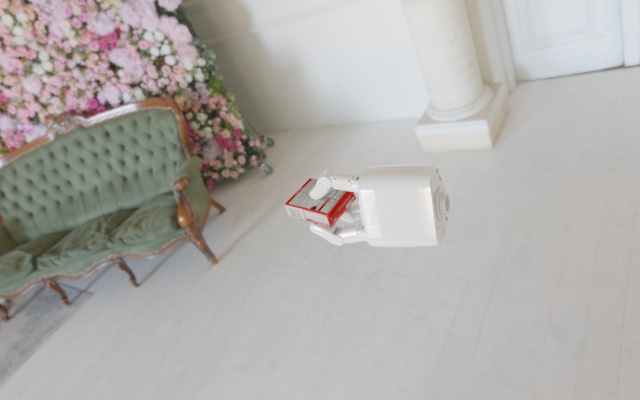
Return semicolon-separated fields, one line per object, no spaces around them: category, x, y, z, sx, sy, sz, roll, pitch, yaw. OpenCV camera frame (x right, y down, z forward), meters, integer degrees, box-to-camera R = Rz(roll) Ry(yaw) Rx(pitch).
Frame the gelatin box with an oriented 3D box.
gelatin box;0.000;0.002;0.757;0.089;0.030;0.073;13;46;35
